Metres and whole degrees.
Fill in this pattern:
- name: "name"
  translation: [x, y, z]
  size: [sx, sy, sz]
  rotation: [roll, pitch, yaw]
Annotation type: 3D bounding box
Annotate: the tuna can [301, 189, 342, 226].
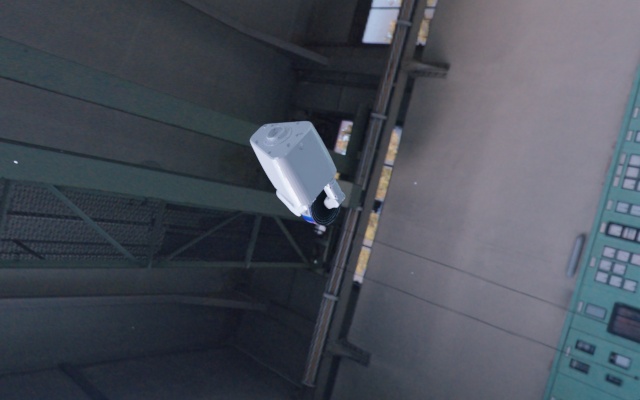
- name: "tuna can"
  translation: [0.000, 0.003, 0.899]
  size: [0.033, 0.086, 0.086]
  rotation: [13, 9, 42]
